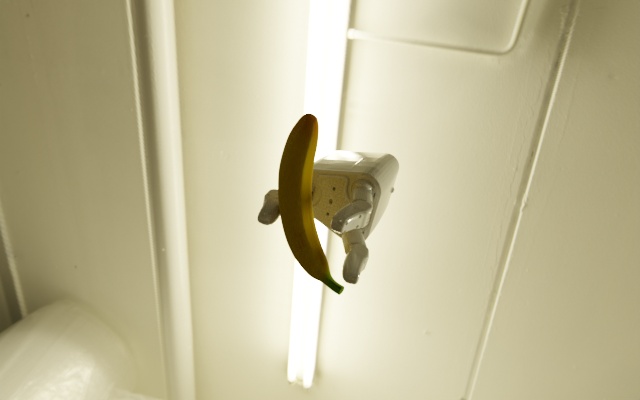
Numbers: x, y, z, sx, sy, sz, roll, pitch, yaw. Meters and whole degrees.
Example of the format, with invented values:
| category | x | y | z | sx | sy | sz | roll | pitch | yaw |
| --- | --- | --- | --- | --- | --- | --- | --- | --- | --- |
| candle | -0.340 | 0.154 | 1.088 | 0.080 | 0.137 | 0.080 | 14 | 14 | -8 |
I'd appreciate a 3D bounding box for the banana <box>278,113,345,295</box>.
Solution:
| category | x | y | z | sx | sy | sz | roll | pitch | yaw |
| --- | --- | --- | --- | --- | --- | --- | --- | --- | --- |
| banana | -0.016 | 0.005 | 0.517 | 0.069 | 0.198 | 0.037 | -1 | 19 | 30 |
